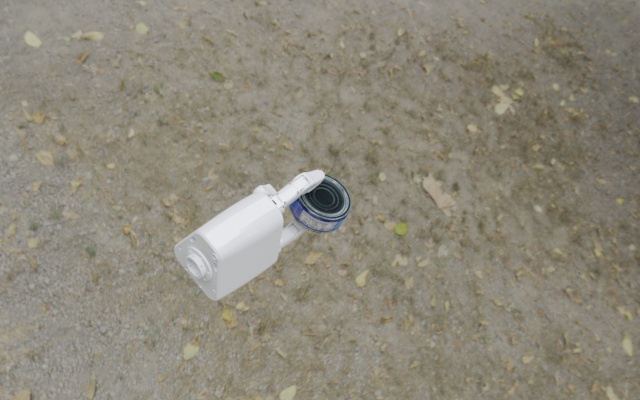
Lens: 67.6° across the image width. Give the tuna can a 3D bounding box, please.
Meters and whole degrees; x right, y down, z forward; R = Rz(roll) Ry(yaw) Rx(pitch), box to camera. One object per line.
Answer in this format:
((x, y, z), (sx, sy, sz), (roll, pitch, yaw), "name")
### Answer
((0.000, 0.002, 0.682), (0.086, 0.086, 0.034), (0, -36, -28), "tuna can")
